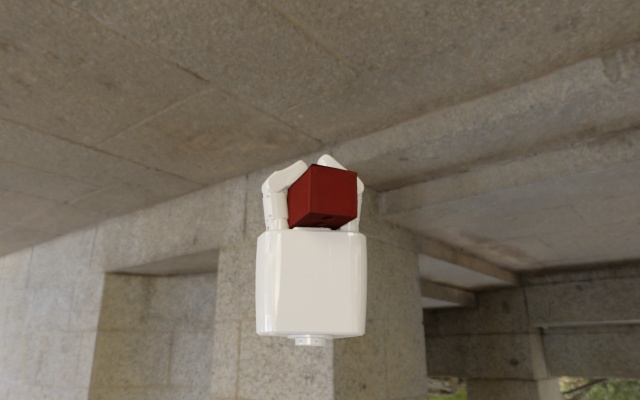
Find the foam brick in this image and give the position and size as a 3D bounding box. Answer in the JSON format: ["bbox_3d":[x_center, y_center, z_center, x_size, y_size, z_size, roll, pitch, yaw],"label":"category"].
[{"bbox_3d":[0.000,0.001,0.507,0.053,0.051,0.078,8,-20,-20],"label":"foam brick"}]
